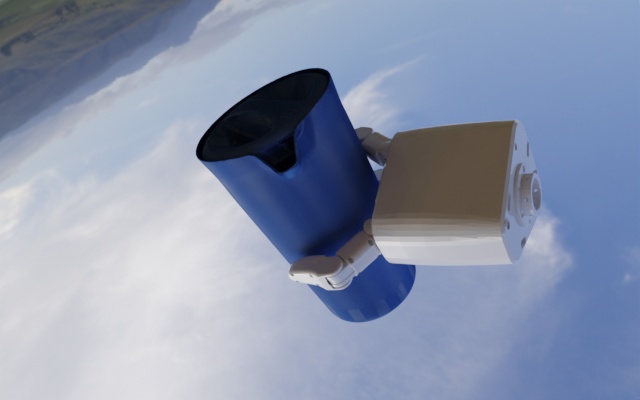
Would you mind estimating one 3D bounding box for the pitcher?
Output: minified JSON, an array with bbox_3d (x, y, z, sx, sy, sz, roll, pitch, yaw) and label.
[{"bbox_3d":[0.000,0.002,0.474,0.145,0.243,0.149,-3,42,39],"label":"pitcher"}]
